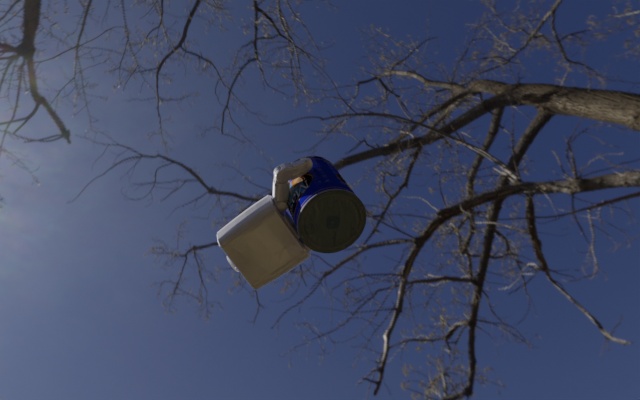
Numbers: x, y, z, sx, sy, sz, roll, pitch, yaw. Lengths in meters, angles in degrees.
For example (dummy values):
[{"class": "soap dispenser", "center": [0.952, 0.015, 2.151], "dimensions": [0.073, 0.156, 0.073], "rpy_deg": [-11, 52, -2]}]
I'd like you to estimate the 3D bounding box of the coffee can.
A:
[{"class": "coffee can", "center": [0.000, 0.002, 0.742], "dimensions": [0.103, 0.103, 0.140], "rpy_deg": [0, 25, -16]}]
